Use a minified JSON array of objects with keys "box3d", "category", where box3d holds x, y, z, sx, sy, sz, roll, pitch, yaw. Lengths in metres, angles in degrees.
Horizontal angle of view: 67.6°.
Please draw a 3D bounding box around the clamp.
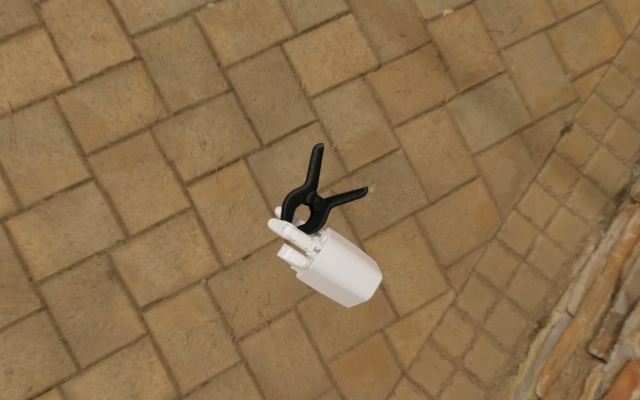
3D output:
[{"box3d":[0.000,0.003,0.794,0.120,0.171,0.039,34,-11,-5],"category":"clamp"}]
